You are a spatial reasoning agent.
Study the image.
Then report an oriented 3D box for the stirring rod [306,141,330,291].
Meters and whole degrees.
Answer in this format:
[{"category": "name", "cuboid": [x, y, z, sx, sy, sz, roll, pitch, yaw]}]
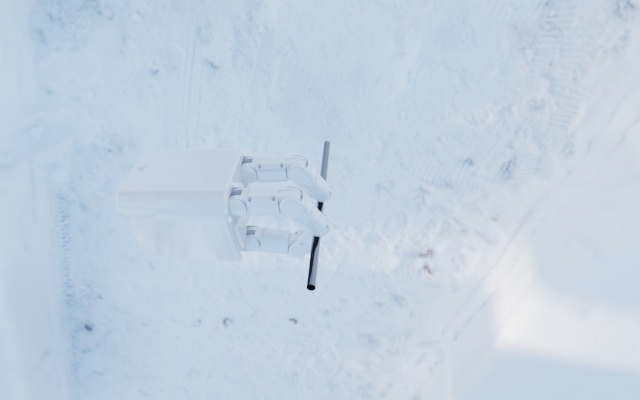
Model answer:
[{"category": "stirring rod", "cuboid": [0.000, 0.002, 0.504, 0.011, 0.011, 0.239, 0, 37, 5]}]
